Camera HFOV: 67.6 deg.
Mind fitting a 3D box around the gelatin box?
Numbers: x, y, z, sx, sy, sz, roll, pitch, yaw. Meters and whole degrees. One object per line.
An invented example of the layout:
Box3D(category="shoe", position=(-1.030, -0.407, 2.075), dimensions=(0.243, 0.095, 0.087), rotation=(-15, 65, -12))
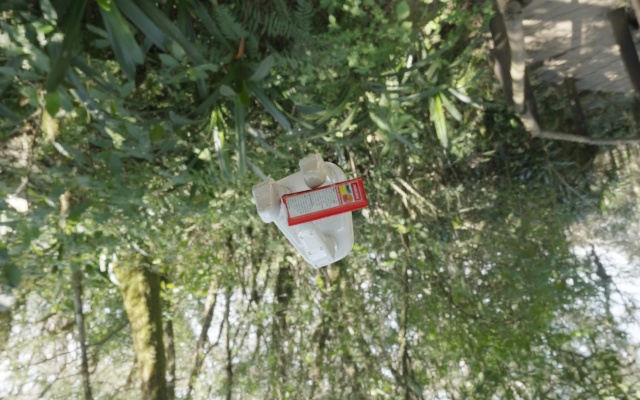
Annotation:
Box3D(category="gelatin box", position=(0.000, 0.002, 0.453), dimensions=(0.073, 0.030, 0.089), rotation=(-13, 0, -5))
